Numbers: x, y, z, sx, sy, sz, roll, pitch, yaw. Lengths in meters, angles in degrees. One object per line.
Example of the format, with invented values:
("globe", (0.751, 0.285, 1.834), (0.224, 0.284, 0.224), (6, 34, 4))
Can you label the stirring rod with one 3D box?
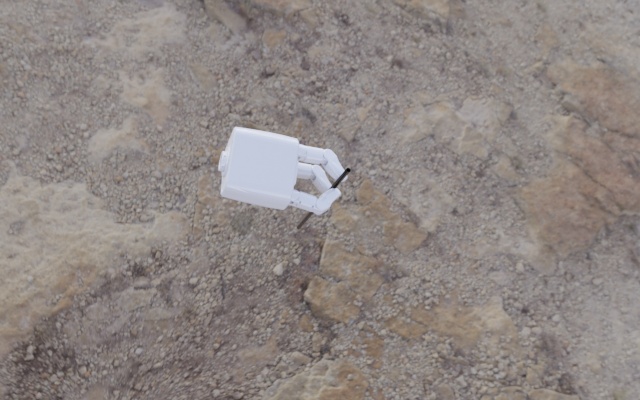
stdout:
("stirring rod", (0.000, 0.003, 0.856), (0.011, 0.011, 0.240), (0, -25, -24))
